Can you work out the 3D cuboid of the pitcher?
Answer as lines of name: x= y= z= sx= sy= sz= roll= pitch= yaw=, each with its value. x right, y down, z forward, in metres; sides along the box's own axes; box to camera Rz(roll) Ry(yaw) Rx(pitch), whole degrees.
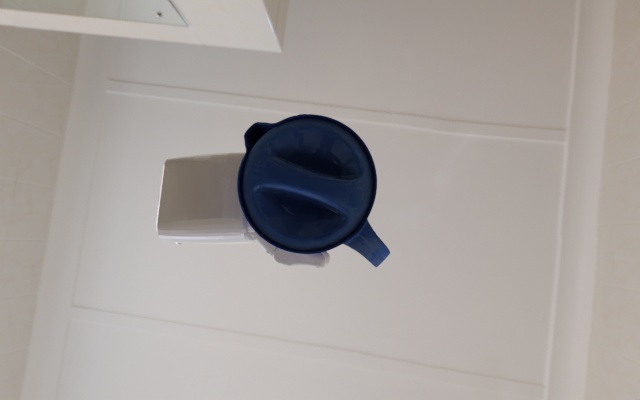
pitcher: x=0.000 y=0.002 z=0.561 sx=0.145 sy=0.149 sz=0.243 roll=-2 pitch=-5 yaw=3
